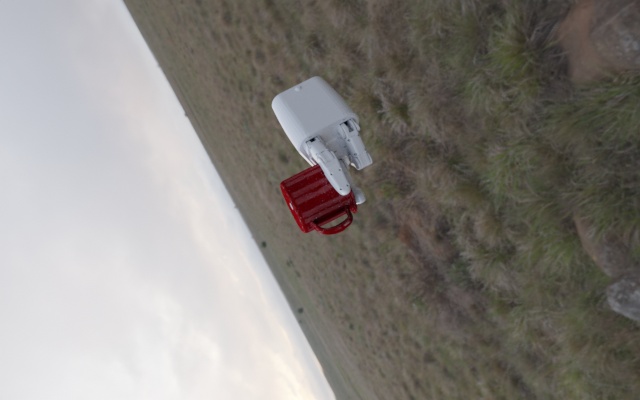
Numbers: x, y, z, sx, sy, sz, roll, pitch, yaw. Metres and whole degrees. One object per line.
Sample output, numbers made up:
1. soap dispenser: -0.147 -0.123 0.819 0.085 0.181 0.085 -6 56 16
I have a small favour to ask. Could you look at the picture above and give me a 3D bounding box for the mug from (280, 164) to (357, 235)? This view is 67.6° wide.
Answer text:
1. mug: 0.001 0.003 0.668 0.081 0.117 0.093 -26 -36 -8
